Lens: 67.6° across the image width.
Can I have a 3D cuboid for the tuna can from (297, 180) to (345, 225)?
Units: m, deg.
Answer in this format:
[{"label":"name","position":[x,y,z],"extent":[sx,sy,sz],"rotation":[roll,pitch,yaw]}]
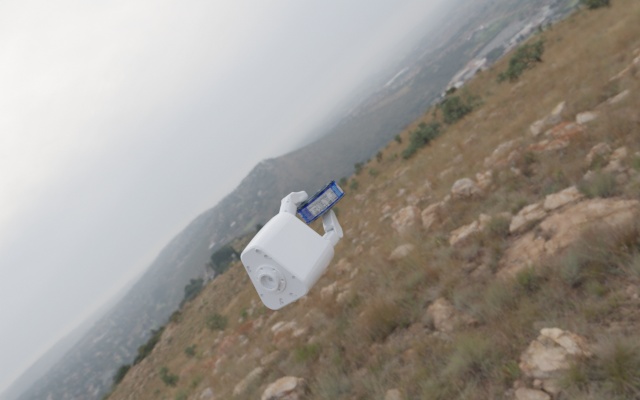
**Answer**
[{"label":"tuna can","position":[0.000,0.002,0.830],"extent":[0.086,0.034,0.086],"rotation":[-39,4,3]}]
